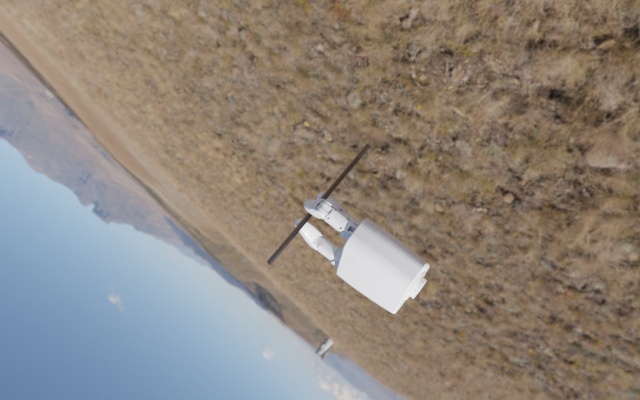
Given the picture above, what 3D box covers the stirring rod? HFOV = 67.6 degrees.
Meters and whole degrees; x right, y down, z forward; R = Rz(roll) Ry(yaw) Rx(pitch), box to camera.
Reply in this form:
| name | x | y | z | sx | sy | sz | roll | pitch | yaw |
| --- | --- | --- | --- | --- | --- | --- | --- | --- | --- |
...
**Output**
| name | x | y | z | sx | sy | sz | roll | pitch | yaw |
| --- | --- | --- | --- | --- | --- | --- | --- | --- | --- |
| stirring rod | 0.000 | 0.002 | 0.720 | 0.011 | 0.239 | 0.011 | 37 | -15 | 12 |
